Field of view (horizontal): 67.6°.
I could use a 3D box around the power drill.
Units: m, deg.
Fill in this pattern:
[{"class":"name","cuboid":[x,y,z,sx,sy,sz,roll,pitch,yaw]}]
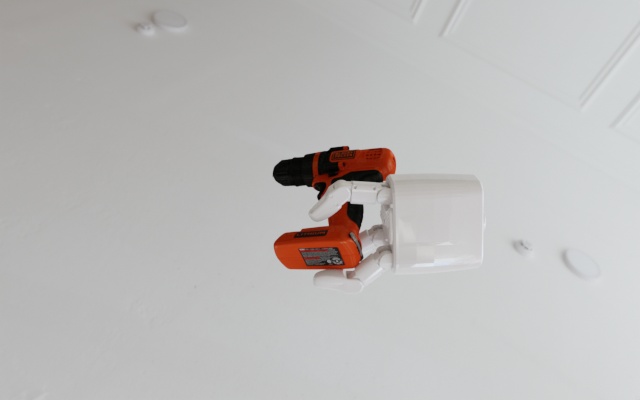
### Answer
[{"class":"power drill","cuboid":[0.000,0.002,0.634,0.184,0.187,0.057,-5,-45,24]}]
